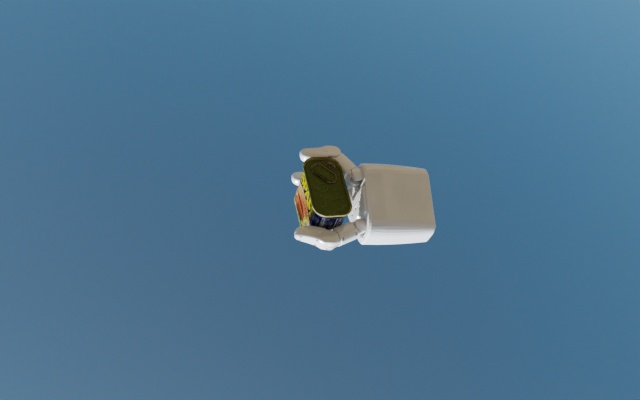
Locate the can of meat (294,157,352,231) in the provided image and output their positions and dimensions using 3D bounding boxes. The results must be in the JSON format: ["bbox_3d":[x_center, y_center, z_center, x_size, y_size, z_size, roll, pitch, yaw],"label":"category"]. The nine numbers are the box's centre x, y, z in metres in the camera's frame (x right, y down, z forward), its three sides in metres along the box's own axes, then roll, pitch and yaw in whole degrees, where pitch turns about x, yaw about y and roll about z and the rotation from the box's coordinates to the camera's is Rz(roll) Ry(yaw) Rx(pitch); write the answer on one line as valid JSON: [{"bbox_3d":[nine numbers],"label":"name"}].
[{"bbox_3d":[0.000,0.003,0.694,0.057,0.102,0.084,-3,-34,-18],"label":"can of meat"}]
